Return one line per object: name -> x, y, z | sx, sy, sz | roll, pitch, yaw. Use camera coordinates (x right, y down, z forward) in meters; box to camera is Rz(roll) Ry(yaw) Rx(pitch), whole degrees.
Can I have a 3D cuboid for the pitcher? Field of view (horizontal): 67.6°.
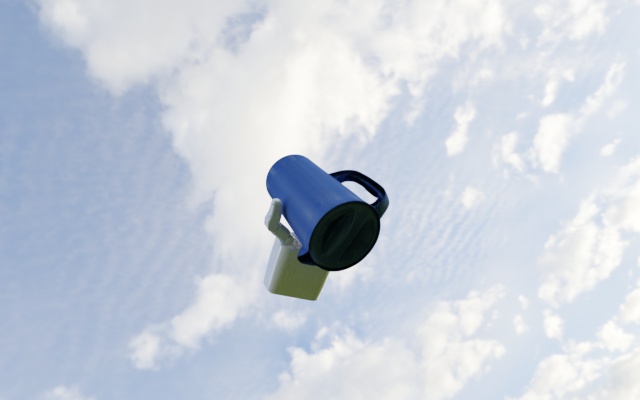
pitcher -> 0.000, 0.003, 0.859 | 0.149, 0.145, 0.242 | 6, 24, -32
